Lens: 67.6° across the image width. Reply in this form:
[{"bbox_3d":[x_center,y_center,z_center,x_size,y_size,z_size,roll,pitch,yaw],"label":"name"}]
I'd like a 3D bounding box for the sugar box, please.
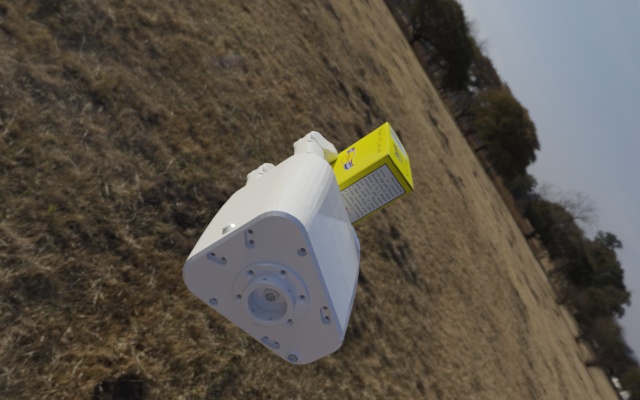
[{"bbox_3d":[0.000,0.001,0.450,0.176,0.048,0.093,-30,18,19],"label":"sugar box"}]
